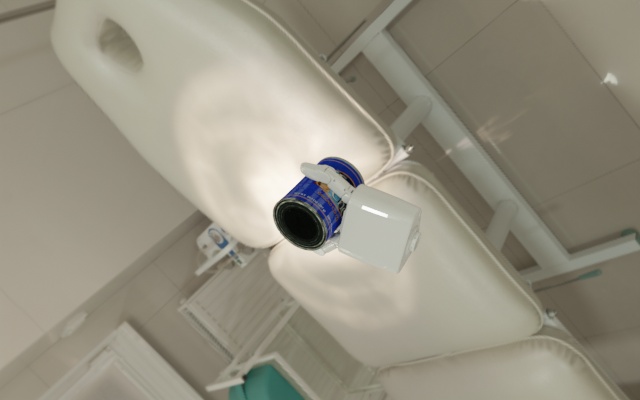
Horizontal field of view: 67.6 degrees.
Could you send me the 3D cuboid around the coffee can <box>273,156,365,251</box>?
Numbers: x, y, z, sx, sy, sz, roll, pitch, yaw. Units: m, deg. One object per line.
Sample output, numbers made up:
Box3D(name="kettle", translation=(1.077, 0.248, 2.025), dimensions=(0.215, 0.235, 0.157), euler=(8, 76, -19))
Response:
Box3D(name="coffee can", translation=(0.000, 0.002, 0.808), dimensions=(0.103, 0.103, 0.140), euler=(0, 32, 36))
